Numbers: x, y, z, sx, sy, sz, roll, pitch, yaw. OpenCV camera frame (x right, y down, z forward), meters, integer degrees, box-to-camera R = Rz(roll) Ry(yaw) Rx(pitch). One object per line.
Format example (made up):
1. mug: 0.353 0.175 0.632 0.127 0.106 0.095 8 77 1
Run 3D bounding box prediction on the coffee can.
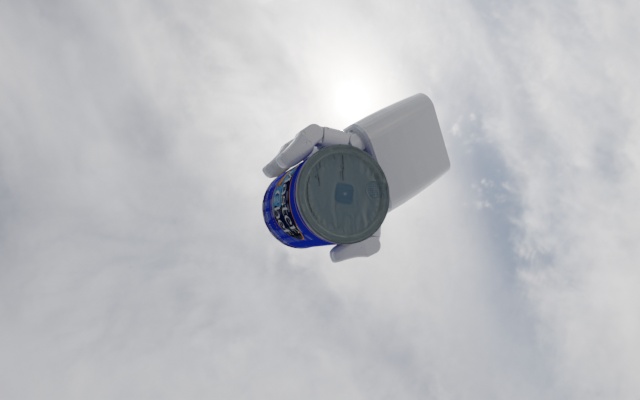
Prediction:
1. coffee can: 0.000 0.002 0.545 0.103 0.103 0.140 0 -7 -21
